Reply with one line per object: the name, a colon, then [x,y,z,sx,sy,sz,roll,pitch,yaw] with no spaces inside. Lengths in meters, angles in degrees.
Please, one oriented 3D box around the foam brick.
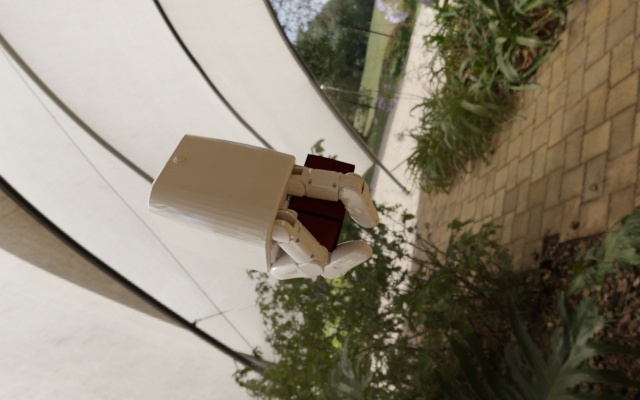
foam brick: [0.000,0.001,0.468,0.051,0.078,0.053,14,-42,2]
